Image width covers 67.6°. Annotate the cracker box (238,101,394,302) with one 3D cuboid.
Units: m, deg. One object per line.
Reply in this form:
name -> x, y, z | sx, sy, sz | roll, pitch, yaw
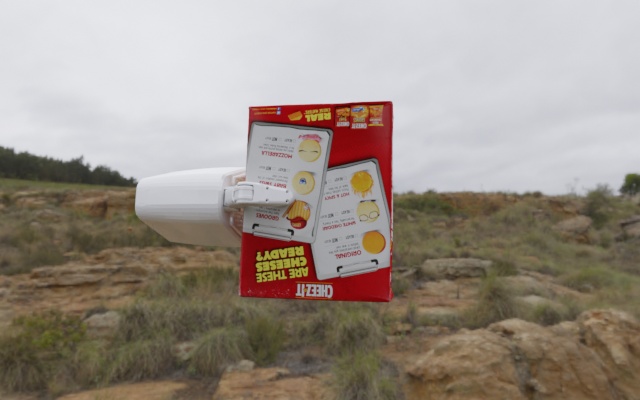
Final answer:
cracker box -> 0.000, 0.002, 0.538 | 0.164, 0.213, 0.072 | 0, -7, 11
